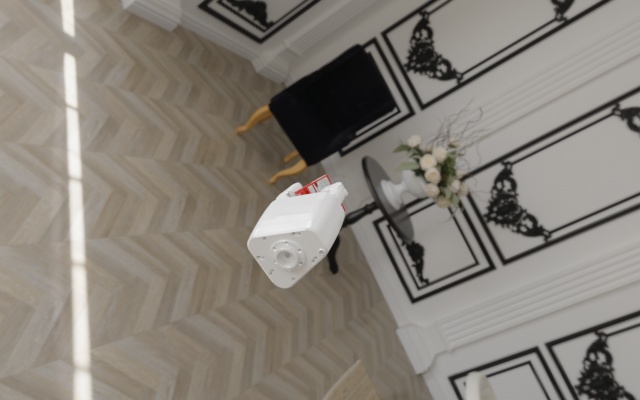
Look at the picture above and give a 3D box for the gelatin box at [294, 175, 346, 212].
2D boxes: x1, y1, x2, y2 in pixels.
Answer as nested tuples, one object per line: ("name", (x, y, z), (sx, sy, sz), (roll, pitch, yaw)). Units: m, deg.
("gelatin box", (0.001, 0.002, 0.808), (0.030, 0.073, 0.089), (-26, 3, 29))
